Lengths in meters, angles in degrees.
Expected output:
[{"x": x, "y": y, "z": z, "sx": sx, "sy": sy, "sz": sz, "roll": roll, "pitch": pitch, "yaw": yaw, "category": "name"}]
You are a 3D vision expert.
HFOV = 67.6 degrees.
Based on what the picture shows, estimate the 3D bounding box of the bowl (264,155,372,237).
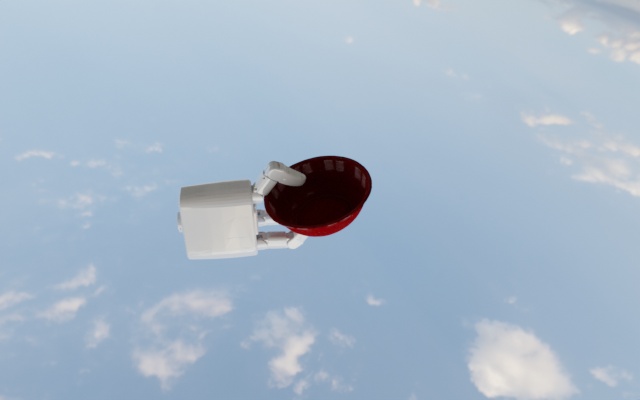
[{"x": 0.002, "y": 0.003, "z": 0.712, "sx": 0.162, "sy": 0.055, "sz": 0.162, "roll": -9, "pitch": 41, "yaw": 8, "category": "bowl"}]
